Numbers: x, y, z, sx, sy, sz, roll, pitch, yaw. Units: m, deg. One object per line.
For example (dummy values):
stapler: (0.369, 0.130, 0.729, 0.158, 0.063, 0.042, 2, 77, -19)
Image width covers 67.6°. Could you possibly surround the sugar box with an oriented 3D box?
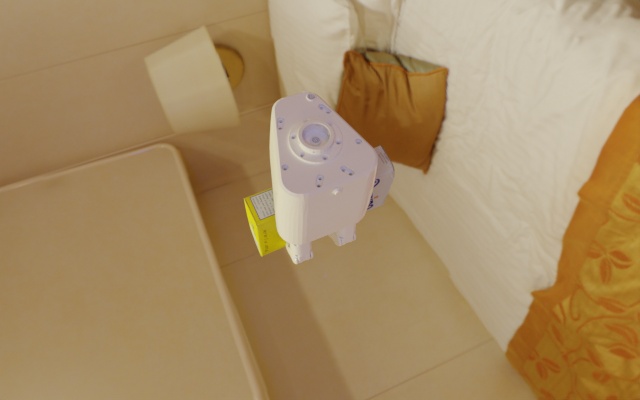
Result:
sugar box: (0.000, 0.002, 0.577, 0.176, 0.048, 0.093, -20, -24, -13)
